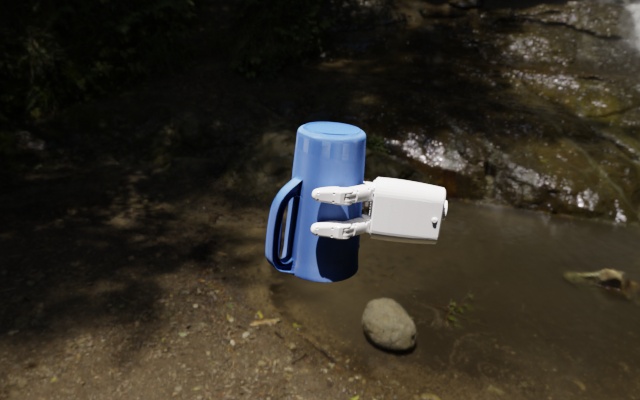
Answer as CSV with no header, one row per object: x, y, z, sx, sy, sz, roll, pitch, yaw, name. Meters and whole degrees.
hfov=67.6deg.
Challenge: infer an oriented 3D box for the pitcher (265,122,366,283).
0.000,0.003,0.773,0.145,0.243,0.149,7,20,7,pitcher
